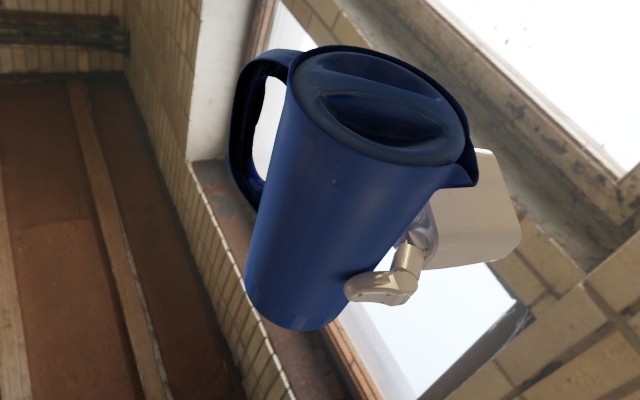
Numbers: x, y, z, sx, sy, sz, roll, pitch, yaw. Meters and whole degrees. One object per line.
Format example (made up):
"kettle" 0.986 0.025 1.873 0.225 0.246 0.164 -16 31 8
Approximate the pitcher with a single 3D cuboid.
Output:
"pitcher" 0.000 0.001 0.403 0.145 0.149 0.243 -2 -41 -25
